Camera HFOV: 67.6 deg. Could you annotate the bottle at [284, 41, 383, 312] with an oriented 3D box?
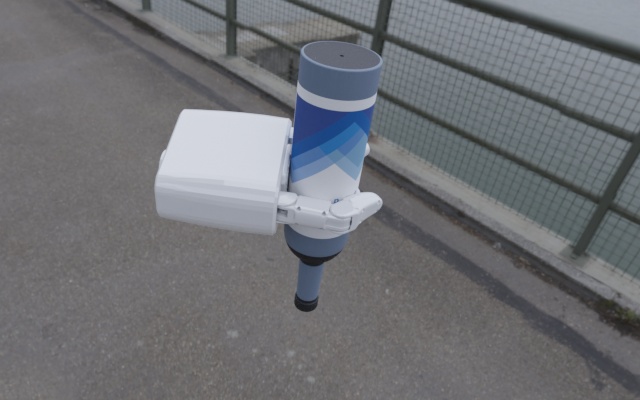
[{"bbox_3d":[0.000,0.001,0.468,0.069,0.296,0.069,5,36,-4],"label":"bottle"}]
